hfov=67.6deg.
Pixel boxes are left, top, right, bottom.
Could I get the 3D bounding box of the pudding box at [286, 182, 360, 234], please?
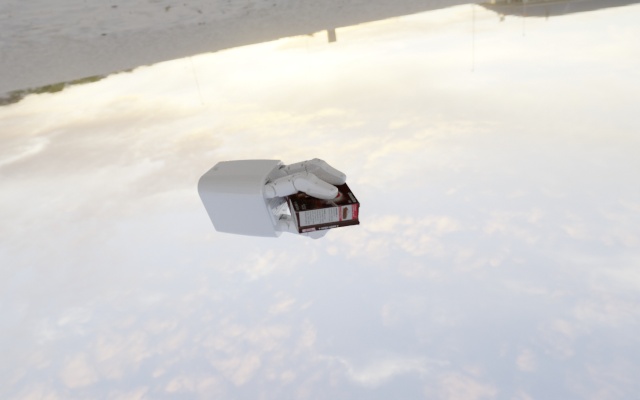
[{"bbox_3d":[0.000,0.002,0.685,0.090,0.039,0.113,-9,27,-9],"label":"pudding box"}]
